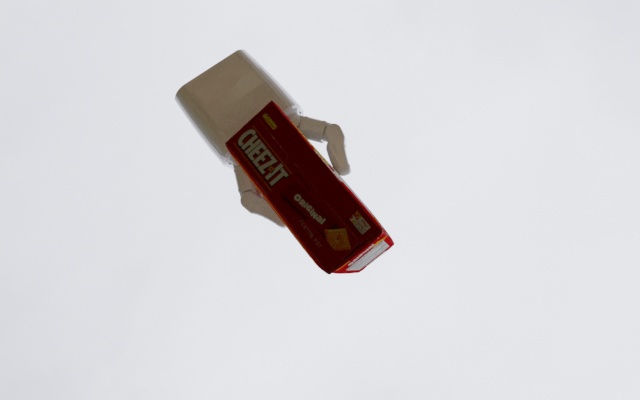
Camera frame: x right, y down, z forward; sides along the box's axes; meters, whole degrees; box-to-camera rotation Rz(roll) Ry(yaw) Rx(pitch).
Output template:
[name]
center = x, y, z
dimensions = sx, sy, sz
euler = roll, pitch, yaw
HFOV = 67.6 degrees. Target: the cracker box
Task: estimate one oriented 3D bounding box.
[cracker box]
center = 0.000, 0.002, 0.531
dimensions = 0.072, 0.164, 0.214
euler = -41, -14, 4
